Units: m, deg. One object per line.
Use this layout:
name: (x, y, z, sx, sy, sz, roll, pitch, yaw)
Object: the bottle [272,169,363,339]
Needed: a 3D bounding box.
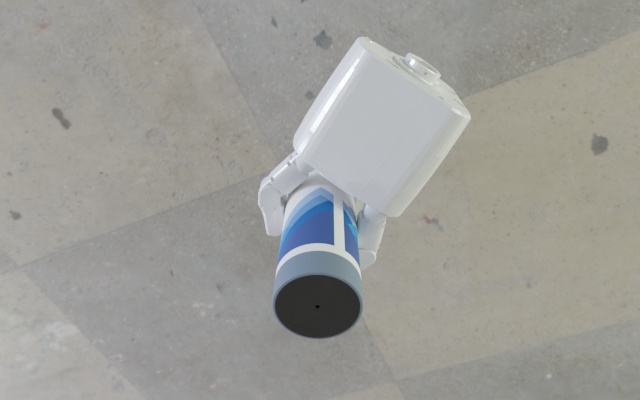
bottle: (0.000, 0.002, 0.470, 0.069, 0.069, 0.295, 0, 31, 1)
